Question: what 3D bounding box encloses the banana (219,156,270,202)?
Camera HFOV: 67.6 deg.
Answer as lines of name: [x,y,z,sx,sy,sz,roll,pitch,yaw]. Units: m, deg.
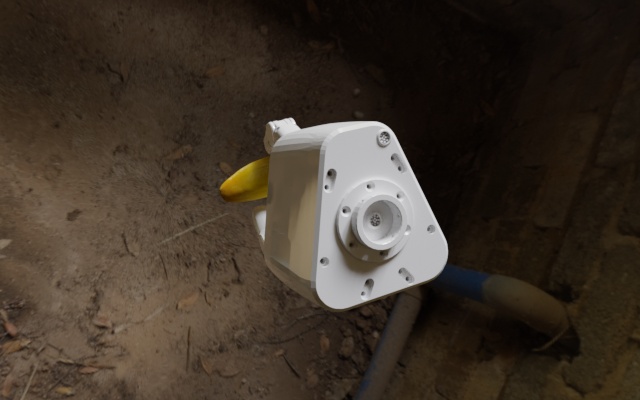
banana: [0.007,-0.016,0.455,0.198,0.069,0.037,11,4,-22]
